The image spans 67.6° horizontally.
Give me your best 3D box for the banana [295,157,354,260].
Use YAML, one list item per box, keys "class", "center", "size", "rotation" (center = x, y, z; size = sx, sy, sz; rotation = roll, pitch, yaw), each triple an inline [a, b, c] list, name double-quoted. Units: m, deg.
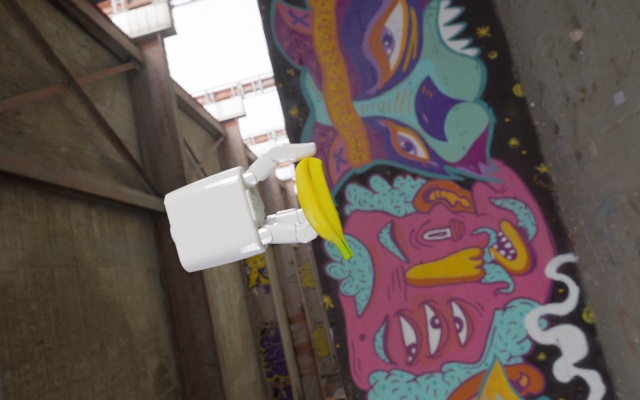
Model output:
- class: "banana"
  center: [-0.006, -0.010, 0.570]
  size: [0.037, 0.070, 0.197]
  rotation: [-22, 35, 5]
